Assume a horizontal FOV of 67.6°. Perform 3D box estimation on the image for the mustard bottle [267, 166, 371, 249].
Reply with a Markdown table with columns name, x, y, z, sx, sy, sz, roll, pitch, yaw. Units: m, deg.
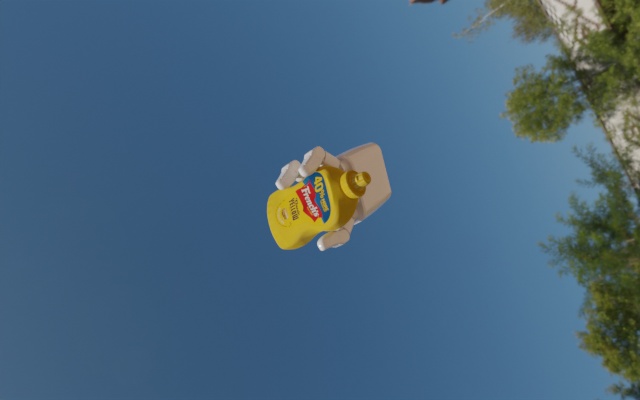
| name | x | y | z | sx | sy | sz | roll | pitch | yaw |
| --- | --- | --- | --- | --- | --- | --- | --- | --- | --- |
| mustard bottle | 0.000 | 0.002 | 0.717 | 0.058 | 0.096 | 0.192 | 5 | -25 | -45 |
